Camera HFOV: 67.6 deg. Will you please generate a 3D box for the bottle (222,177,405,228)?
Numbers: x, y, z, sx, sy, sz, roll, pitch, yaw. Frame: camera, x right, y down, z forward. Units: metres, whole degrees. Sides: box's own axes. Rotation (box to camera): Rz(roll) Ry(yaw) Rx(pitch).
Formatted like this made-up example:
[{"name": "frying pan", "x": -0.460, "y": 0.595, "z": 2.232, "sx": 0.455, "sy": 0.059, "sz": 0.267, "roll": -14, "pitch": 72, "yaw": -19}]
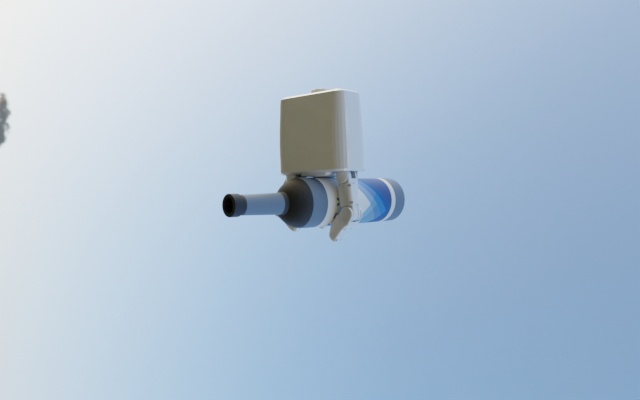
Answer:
[{"name": "bottle", "x": 0.000, "y": 0.002, "z": 0.648, "sx": 0.296, "sy": 0.069, "sz": 0.069, "roll": -2, "pitch": 1, "yaw": -44}]
